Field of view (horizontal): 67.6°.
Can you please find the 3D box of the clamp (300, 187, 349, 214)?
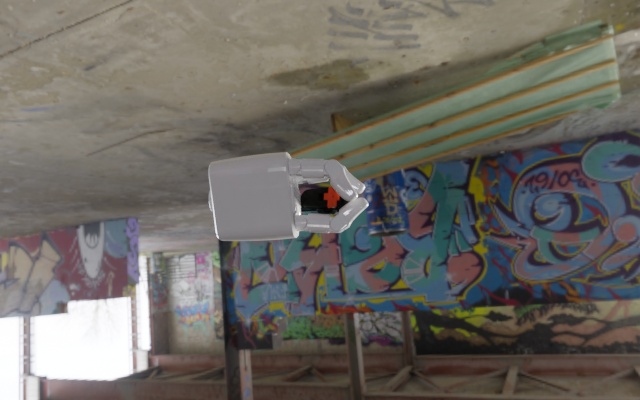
[{"bbox_3d":[0.000,0.003,0.709,0.120,0.039,0.171,-4,-8,4],"label":"clamp"}]
